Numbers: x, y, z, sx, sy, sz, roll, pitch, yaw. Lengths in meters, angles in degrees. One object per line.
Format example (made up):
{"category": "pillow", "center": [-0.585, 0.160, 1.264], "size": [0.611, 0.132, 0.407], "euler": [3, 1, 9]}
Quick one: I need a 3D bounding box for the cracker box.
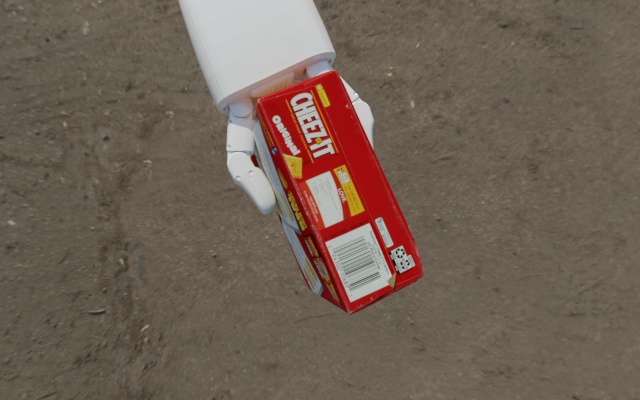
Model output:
{"category": "cracker box", "center": [0.000, 0.001, 0.433], "size": [0.072, 0.164, 0.214], "euler": [-23, -2, -10]}
